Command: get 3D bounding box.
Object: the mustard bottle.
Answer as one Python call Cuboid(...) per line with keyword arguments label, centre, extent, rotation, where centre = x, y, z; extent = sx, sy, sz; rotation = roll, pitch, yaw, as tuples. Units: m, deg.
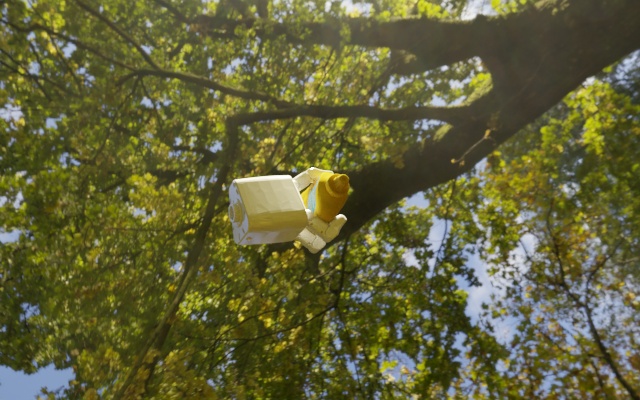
Cuboid(label="mustard bottle", centre=(0.000, 0.003, 0.872), extent=(0.058, 0.096, 0.192), rotation=(19, -31, -17))
